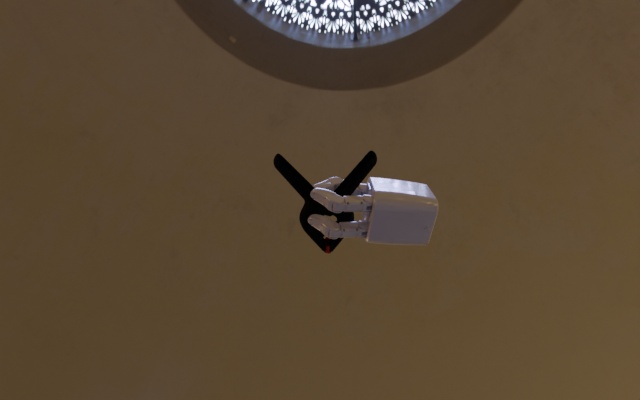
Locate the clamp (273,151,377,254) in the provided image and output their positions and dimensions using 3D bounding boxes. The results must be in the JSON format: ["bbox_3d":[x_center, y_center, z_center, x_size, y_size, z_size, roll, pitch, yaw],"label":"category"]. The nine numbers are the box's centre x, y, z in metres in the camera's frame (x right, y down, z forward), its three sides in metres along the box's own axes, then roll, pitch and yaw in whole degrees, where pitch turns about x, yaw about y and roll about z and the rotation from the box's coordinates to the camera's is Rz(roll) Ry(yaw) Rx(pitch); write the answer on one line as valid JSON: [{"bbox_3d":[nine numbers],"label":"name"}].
[{"bbox_3d":[0.000,0.003,0.813,0.164,0.210,0.036,4,36,-3],"label":"clamp"}]
